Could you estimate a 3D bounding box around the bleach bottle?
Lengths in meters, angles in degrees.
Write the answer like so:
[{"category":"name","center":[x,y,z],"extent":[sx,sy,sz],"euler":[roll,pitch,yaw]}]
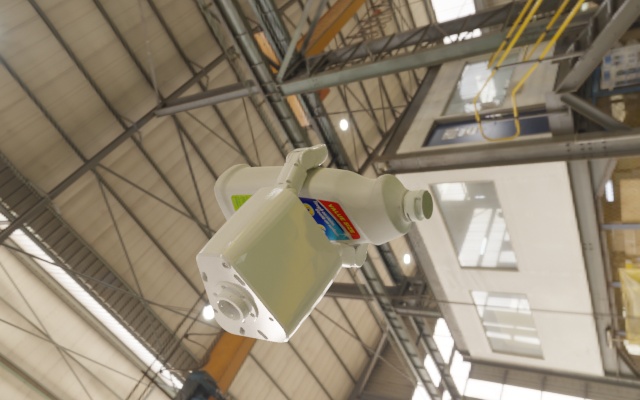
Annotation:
[{"category":"bleach bottle","center":[0.000,0.002,0.535],"extent":[0.251,0.103,0.068],"euler":[-3,31,36]}]
